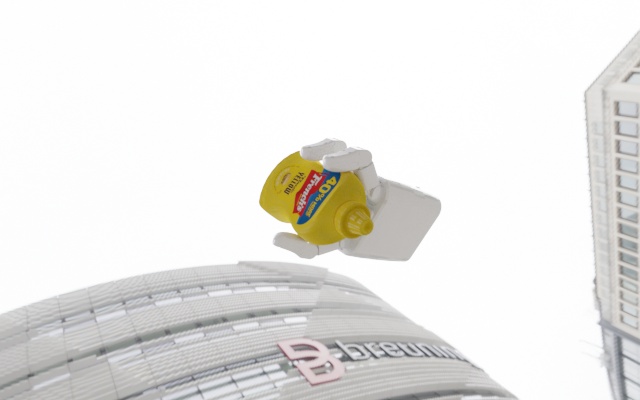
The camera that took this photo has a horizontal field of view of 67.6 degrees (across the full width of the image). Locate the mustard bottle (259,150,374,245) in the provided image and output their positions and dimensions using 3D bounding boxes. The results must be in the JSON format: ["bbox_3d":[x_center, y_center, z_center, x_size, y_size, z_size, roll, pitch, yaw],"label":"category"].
[{"bbox_3d":[0.000,0.002,0.571,0.058,0.096,0.191,43,-8,-35],"label":"mustard bottle"}]
